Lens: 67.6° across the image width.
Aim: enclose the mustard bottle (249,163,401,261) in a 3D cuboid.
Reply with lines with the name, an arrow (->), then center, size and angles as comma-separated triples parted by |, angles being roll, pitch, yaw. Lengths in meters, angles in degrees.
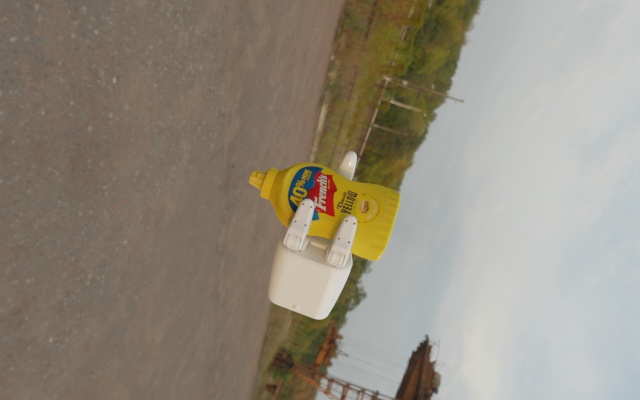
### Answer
mustard bottle -> 0.000, 0.002, 0.612 | 0.191, 0.096, 0.058 | 20, -28, 3
